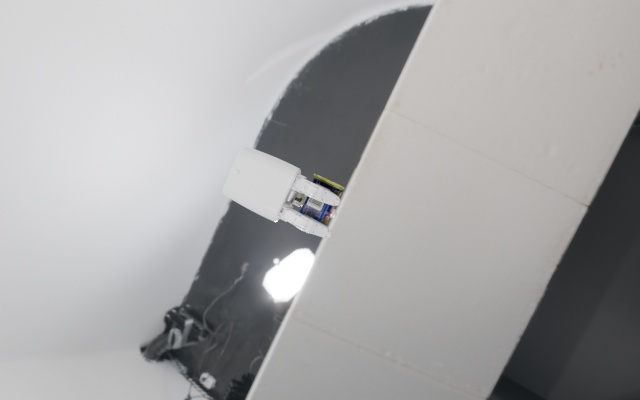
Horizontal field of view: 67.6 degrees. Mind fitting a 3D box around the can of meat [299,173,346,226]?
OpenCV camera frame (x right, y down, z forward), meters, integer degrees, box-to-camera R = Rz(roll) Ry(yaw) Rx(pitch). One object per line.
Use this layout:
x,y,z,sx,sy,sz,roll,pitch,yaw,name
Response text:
0.000,0.003,0.839,0.057,0.084,0.102,25,3,3,can of meat
